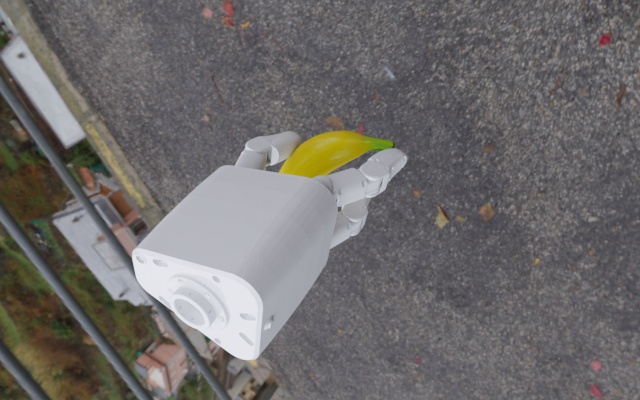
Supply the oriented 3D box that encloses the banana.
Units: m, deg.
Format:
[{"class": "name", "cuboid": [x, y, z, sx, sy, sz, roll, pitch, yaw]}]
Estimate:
[{"class": "banana", "cuboid": [-0.013, -0.012, 0.478, 0.198, 0.069, 0.037, -45, 7, 45]}]
